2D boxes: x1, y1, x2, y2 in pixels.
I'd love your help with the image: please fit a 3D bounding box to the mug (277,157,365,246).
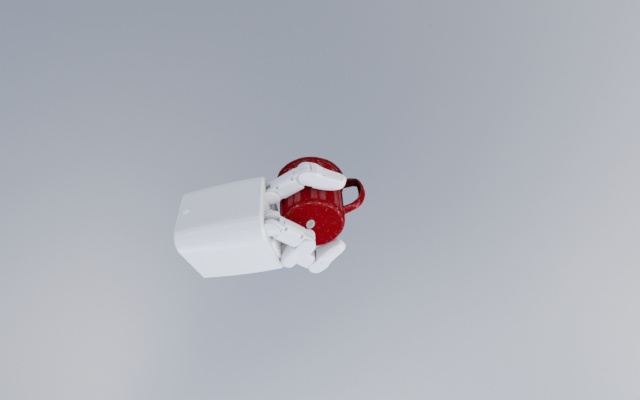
[{"bbox_3d":[0.002,0.002,0.616,0.117,0.093,0.081,-11,42,6],"label":"mug"}]
